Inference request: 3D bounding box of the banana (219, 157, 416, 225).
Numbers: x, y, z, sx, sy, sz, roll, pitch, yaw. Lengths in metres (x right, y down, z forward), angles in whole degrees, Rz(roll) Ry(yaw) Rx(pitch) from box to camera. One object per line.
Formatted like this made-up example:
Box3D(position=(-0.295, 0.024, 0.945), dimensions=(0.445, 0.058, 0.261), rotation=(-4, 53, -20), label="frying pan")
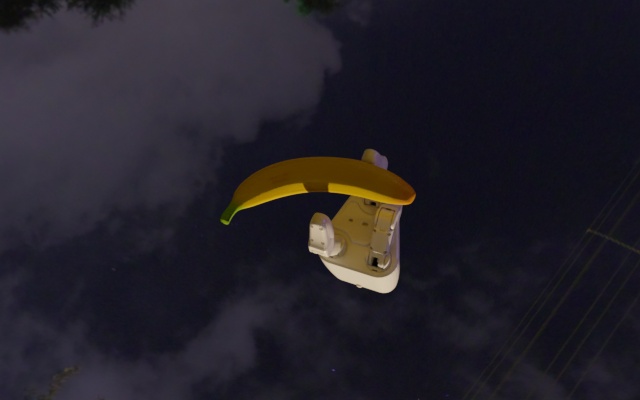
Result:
Box3D(position=(-0.005, -0.015, 0.495), dimensions=(0.198, 0.069, 0.037), rotation=(-8, -24, 7), label="banana")
